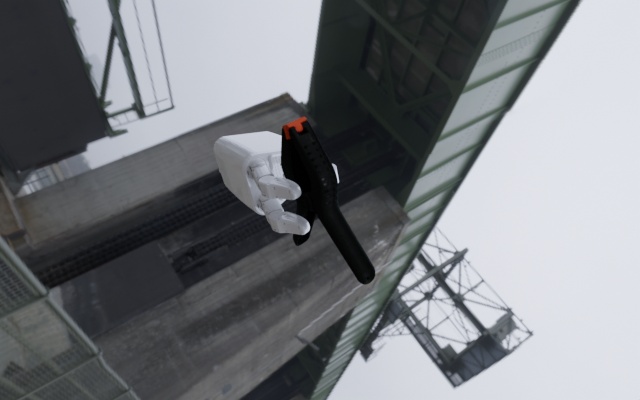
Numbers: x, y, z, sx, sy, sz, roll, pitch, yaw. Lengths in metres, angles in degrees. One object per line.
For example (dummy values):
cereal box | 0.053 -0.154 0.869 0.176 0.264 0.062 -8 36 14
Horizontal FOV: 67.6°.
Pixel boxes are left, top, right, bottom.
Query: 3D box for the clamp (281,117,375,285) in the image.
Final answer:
clamp | 0.000 0.001 0.594 0.036 0.210 0.164 -30 37 -27
